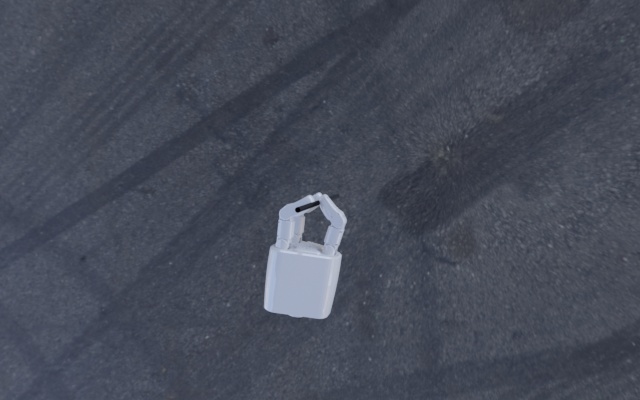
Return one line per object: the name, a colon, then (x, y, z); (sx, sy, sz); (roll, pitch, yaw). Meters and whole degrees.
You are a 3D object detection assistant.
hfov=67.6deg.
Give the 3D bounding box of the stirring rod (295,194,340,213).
stirring rod: (0.000, 0.003, 0.781); (0.011, 0.011, 0.239); (0, 5, 16)
